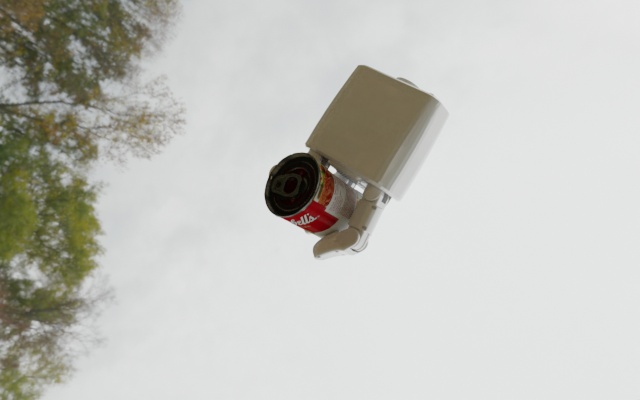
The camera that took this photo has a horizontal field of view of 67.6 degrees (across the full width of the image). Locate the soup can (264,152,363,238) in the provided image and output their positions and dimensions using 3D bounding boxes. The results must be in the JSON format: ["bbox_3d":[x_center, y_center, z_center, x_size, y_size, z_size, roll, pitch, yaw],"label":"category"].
[{"bbox_3d":[0.000,0.002,0.498,0.068,0.068,0.102,0,-21,38],"label":"soup can"}]
